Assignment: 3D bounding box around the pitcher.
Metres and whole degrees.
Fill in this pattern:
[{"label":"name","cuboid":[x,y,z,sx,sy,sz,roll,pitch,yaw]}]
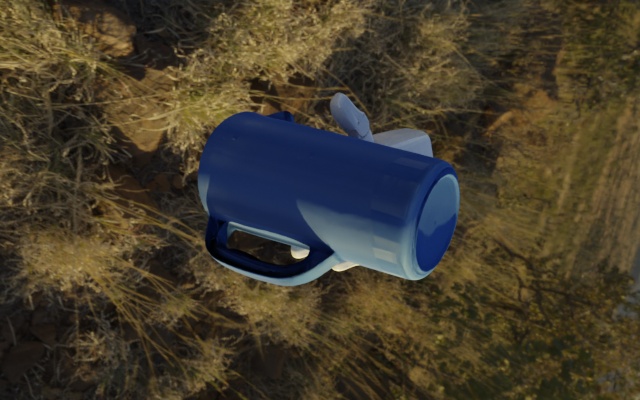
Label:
[{"label":"pitcher","cuboid":[0.000,0.001,0.472,0.243,0.149,0.145,16,23,34]}]
